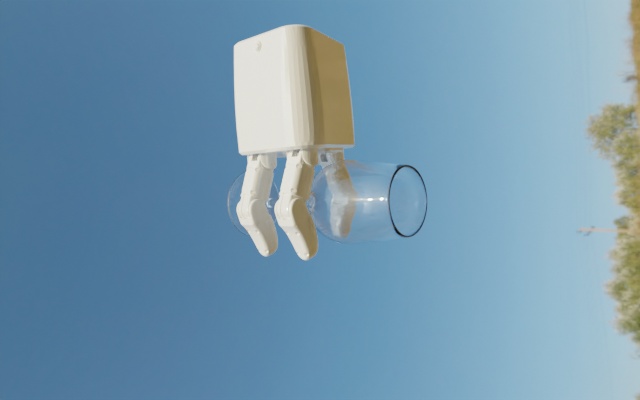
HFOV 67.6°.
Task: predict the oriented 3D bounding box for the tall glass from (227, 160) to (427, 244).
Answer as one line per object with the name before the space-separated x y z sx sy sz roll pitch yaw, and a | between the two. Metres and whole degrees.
tall glass | 0.000 0.002 0.466 0.201 0.079 0.079 0 0 42
